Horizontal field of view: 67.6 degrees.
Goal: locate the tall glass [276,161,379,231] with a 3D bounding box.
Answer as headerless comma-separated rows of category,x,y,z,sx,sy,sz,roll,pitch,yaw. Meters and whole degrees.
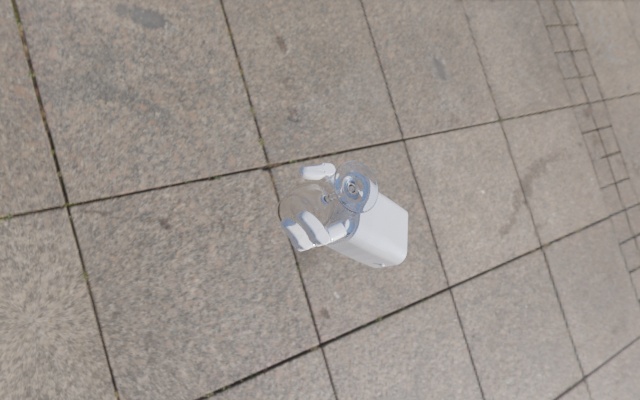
tall glass,0.000,0.002,0.735,0.079,0.079,0.201,0,-12,-31
